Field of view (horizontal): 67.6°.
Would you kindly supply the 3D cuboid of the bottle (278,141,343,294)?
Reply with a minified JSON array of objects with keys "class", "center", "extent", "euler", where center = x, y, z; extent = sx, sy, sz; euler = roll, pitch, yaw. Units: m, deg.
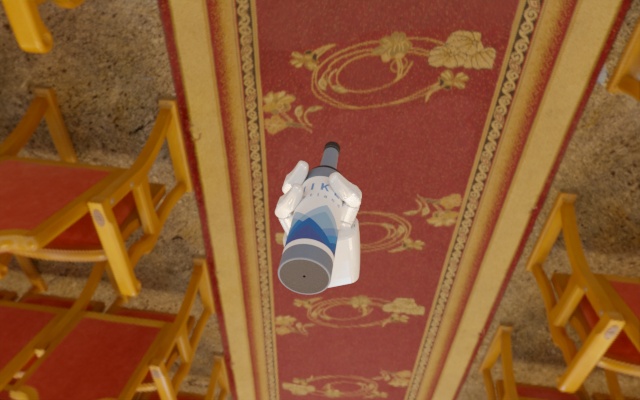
[{"class":"bottle","center":[0.000,0.002,0.698],"extent":[0.069,0.069,0.295],"euler":[0,39,10]}]
